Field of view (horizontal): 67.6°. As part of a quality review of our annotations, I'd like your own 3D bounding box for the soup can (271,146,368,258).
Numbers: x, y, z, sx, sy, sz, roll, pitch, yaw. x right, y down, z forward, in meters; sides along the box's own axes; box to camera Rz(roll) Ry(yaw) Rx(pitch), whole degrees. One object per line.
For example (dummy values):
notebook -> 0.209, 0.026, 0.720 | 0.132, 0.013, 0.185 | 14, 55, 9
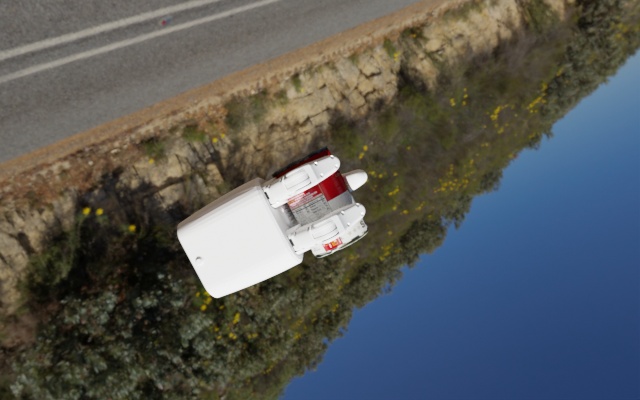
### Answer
soup can -> 0.001, 0.002, 0.515 | 0.068, 0.102, 0.068 | -27, 3, 2
